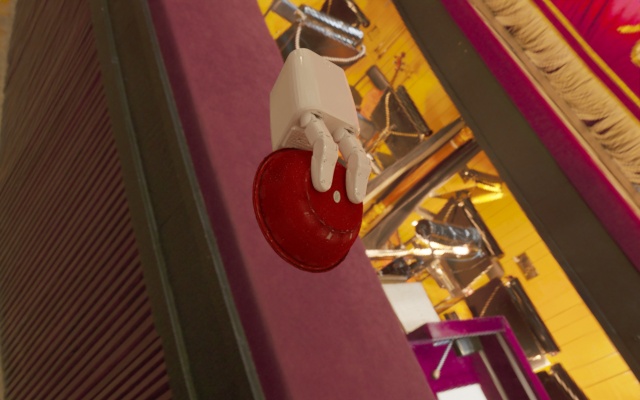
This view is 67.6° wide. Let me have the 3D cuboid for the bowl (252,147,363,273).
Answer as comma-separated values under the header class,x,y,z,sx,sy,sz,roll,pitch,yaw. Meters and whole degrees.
class,x,y,z,sx,sy,sz,roll,pitch,yaw
bowl,0.001,0.003,0.569,0.162,0.162,0.055,0,-18,-44
